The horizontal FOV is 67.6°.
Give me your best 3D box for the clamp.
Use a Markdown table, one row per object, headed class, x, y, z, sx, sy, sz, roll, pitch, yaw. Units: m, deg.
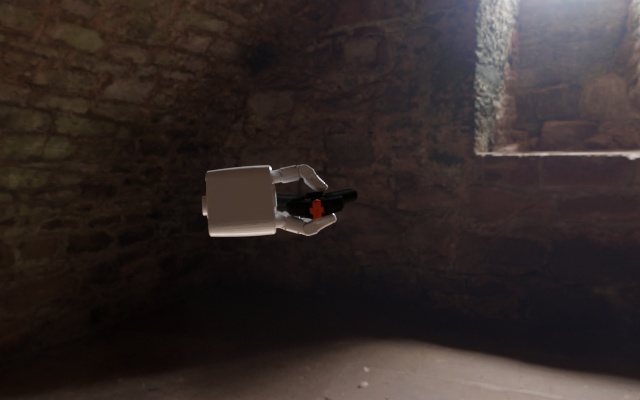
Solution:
| class | x | y | z | sx | sy | sz | roll | pitch | yaw |
| --- | --- | --- | --- | --- | --- | --- | --- | --- | --- |
| clamp | 0.000 | 0.002 | 0.809 | 0.164 | 0.036 | 0.210 | -6 | 6 | -9 |
